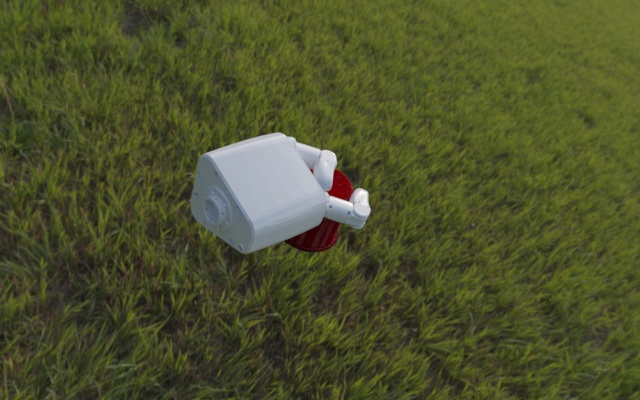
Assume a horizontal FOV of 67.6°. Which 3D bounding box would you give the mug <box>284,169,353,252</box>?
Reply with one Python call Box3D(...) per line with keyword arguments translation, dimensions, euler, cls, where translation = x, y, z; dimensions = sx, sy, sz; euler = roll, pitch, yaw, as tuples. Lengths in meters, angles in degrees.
Box3D(translation=(0.001, 0.002, 0.623), dimensions=(0.093, 0.081, 0.117), euler=(42, 42, 23), cls="mug")
